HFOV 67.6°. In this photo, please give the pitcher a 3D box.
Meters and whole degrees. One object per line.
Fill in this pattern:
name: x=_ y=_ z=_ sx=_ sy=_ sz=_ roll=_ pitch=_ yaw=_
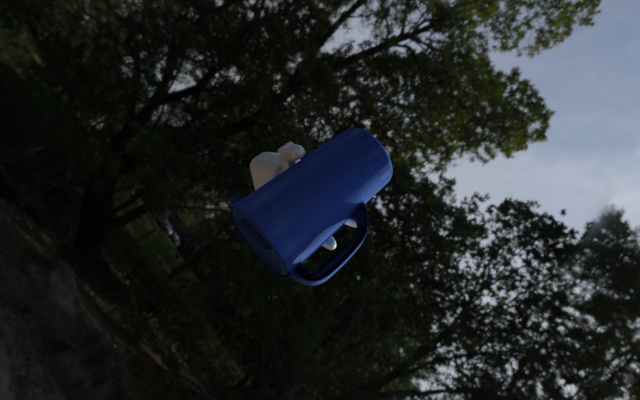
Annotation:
pitcher: x=0.000 y=0.002 z=0.726 sx=0.242 sy=0.149 sz=0.145 roll=-39 pitch=27 yaw=-20
